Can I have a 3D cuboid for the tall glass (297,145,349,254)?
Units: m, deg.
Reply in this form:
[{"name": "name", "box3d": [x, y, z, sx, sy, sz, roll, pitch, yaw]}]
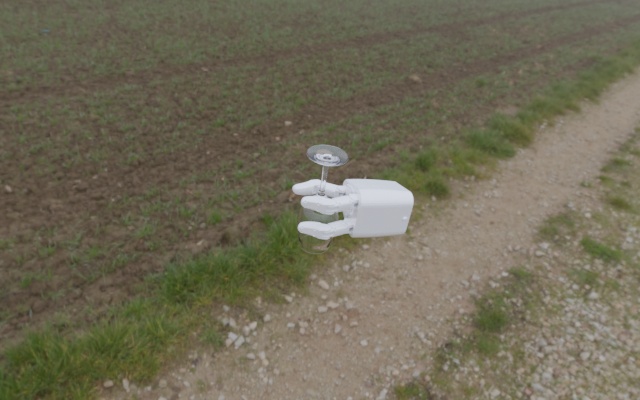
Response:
[{"name": "tall glass", "box3d": [0.000, 0.002, 0.885, 0.079, 0.201, 0.079, 6, 33, -4]}]
